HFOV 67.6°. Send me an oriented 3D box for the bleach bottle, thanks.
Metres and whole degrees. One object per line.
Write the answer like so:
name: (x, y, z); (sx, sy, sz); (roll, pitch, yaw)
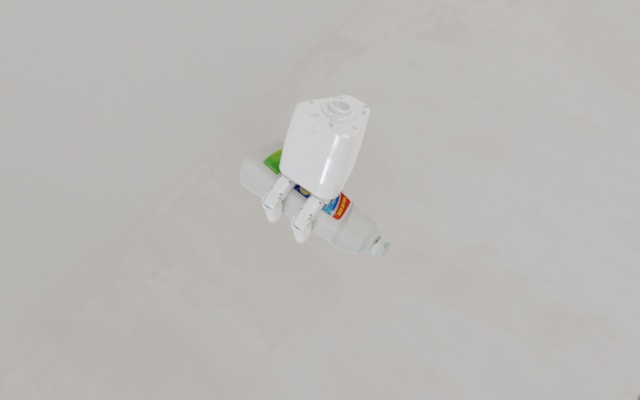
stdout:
bleach bottle: (0.000, 0.002, 0.728); (0.251, 0.068, 0.102); (34, 42, 19)
